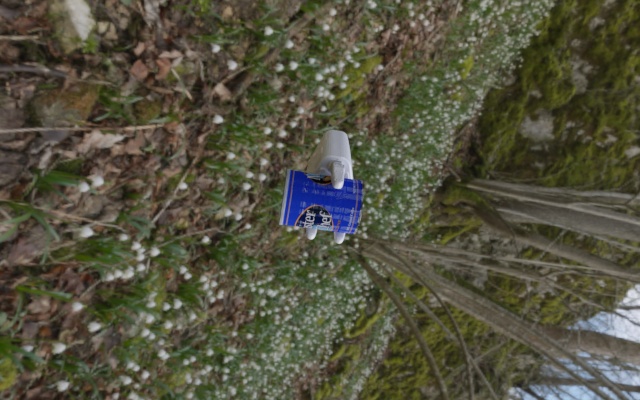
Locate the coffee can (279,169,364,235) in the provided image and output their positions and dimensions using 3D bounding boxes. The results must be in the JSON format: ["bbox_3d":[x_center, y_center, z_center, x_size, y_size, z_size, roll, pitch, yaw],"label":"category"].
[{"bbox_3d":[0.000,0.003,0.873,0.140,0.103,0.103,8,-1,-5],"label":"coffee can"}]
